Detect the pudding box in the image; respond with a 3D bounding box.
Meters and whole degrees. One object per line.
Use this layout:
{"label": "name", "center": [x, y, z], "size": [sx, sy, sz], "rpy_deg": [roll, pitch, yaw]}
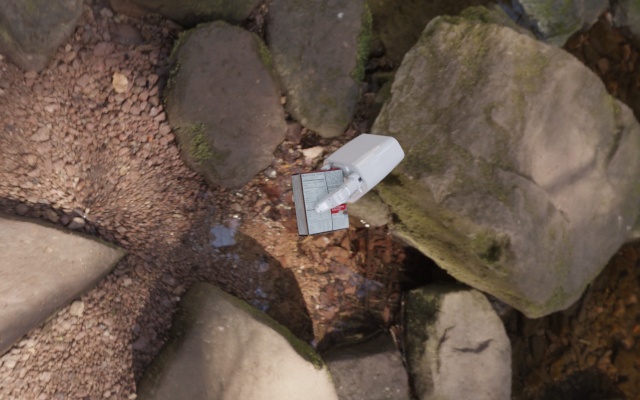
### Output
{"label": "pudding box", "center": [0.000, 0.003, 0.846], "size": [0.090, 0.113, 0.039], "rpy_deg": [-8, 0, -30]}
